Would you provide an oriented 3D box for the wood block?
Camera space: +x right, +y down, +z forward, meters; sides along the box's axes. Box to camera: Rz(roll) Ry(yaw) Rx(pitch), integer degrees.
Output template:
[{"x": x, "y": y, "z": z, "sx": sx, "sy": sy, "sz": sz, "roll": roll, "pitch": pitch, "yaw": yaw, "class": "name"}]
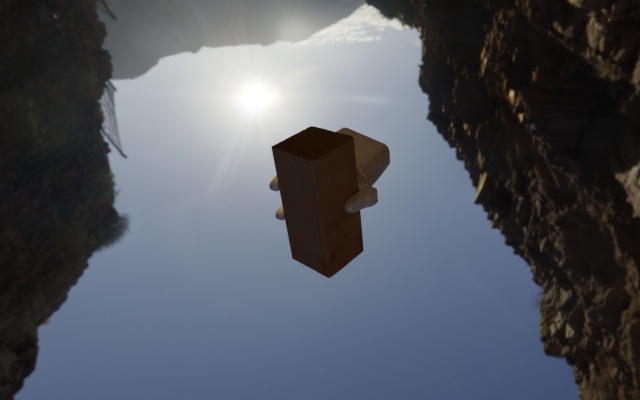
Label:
[{"x": 0.001, "y": 0.002, "z": 0.742, "sx": 0.091, "sy": 0.206, "sz": 0.090, "roll": 21, "pitch": 42, "yaw": 40, "class": "wood block"}]
